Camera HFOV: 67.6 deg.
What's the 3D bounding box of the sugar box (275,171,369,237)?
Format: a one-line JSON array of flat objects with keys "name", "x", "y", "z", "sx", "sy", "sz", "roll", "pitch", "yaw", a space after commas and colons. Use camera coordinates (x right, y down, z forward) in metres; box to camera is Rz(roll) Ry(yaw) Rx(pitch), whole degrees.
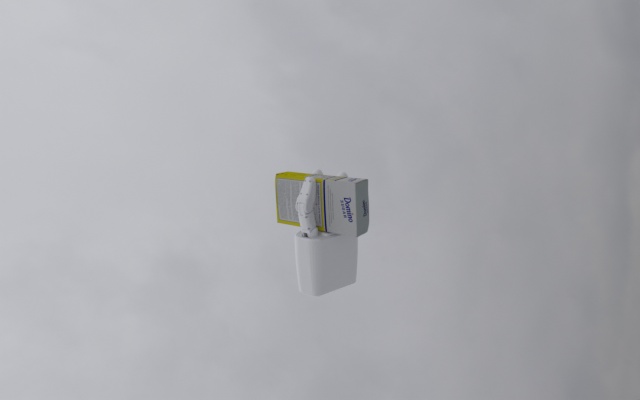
[{"name": "sugar box", "x": 0.000, "y": 0.003, "z": 0.825, "sx": 0.176, "sy": 0.093, "sz": 0.048, "roll": 8, "pitch": 17, "yaw": 34}]
